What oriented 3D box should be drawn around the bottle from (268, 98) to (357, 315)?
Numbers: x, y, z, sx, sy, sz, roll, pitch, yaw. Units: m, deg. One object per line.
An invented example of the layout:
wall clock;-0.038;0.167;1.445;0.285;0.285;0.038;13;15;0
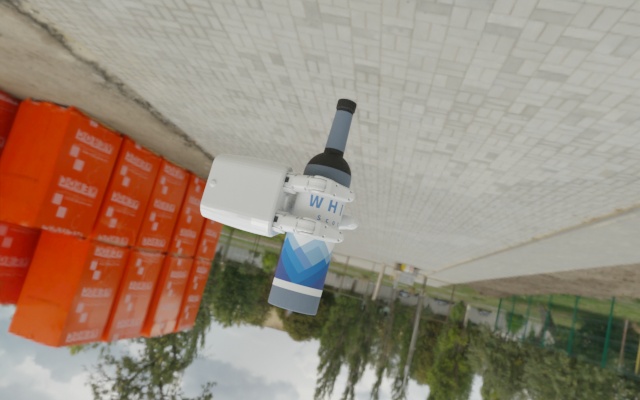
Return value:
bottle;0.000;0.002;0.652;0.069;0.295;0.069;15;-8;2
